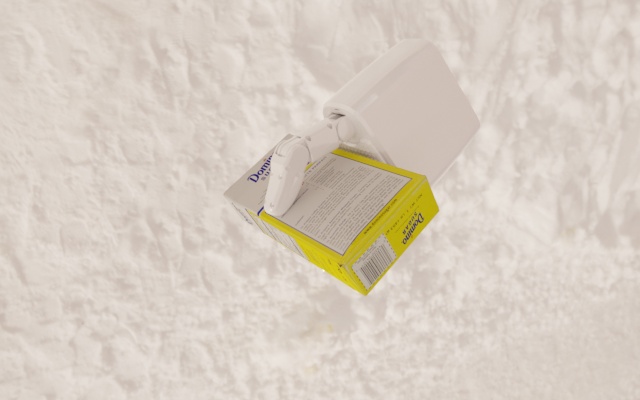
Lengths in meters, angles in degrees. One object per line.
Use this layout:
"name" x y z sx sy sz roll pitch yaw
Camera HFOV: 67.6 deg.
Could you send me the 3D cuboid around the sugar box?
"sugar box" 0.000 0.002 0.405 0.093 0.048 0.176 -45 37 -17
